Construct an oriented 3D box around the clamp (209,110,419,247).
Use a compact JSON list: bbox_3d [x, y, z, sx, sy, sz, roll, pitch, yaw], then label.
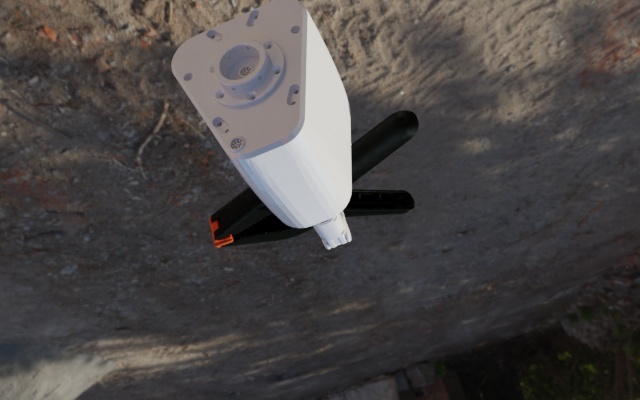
[{"bbox_3d":[0.000,0.002,0.457,0.210,0.036,0.165,-22,-28,7],"label":"clamp"}]
